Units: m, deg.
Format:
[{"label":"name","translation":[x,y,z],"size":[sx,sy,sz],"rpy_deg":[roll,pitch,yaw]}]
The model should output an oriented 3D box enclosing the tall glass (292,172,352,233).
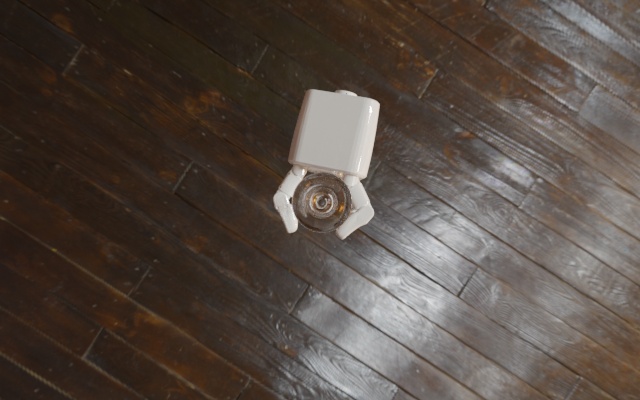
[{"label":"tall glass","translation":[0.000,0.002,0.682],"size":[0.079,0.079,0.201],"rpy_deg":[0,0,-1]}]
